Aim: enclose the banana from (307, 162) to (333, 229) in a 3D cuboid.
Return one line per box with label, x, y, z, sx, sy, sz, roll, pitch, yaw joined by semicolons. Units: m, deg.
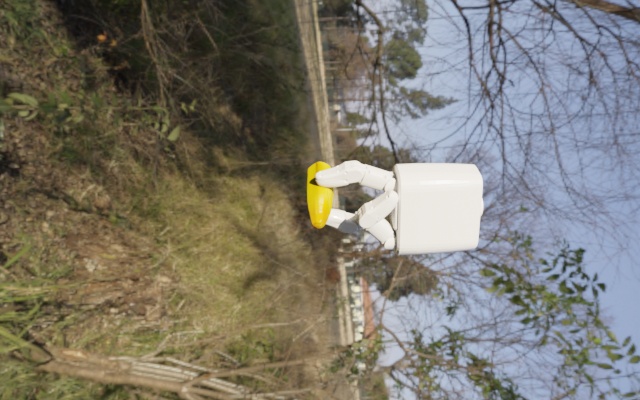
banana;-0.001;-0.017;0.663;0.037;0.069;0.197;-2;11;-1
